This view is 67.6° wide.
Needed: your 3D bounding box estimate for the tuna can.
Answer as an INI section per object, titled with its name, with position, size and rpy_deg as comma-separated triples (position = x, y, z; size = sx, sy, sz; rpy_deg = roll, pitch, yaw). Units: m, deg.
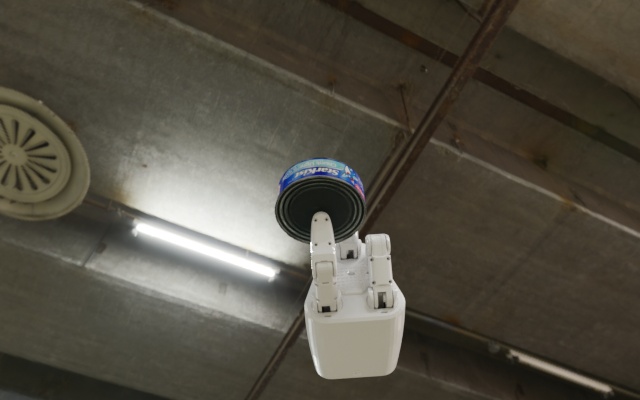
[tuna can]
position = 0.000, 0.001, 0.458
size = 0.086, 0.086, 0.033
rpy_deg = 0, 40, 1
